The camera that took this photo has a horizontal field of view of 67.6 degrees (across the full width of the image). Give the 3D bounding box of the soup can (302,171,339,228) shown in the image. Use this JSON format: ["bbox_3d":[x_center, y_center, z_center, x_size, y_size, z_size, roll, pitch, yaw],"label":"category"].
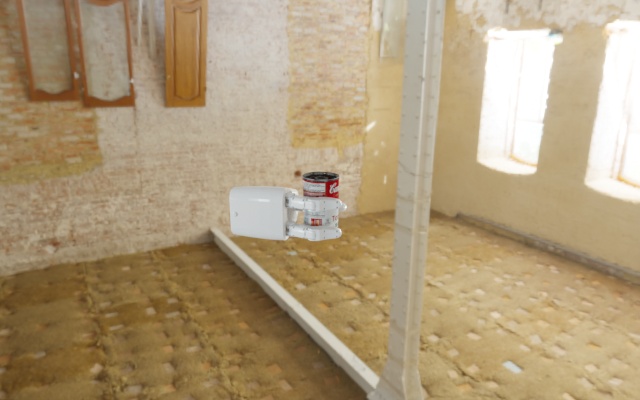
[{"bbox_3d":[0.001,0.003,0.888,0.068,0.102,0.068,0,16,0],"label":"soup can"}]
